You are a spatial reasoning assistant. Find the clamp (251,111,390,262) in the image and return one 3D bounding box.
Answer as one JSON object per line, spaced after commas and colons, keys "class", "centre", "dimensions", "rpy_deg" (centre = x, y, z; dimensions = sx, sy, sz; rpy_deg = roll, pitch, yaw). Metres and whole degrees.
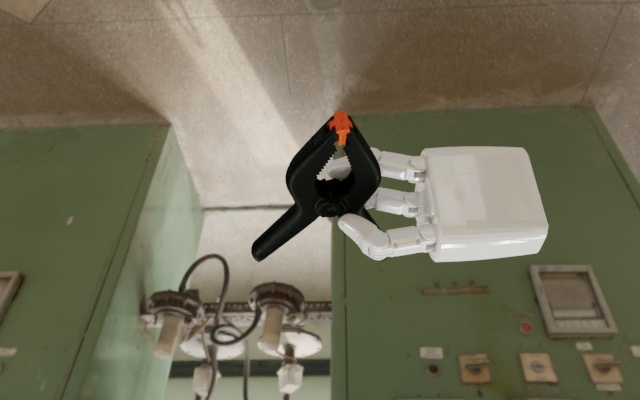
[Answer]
{"class": "clamp", "centre": [0.000, 0.002, 0.496], "dimensions": [0.164, 0.036, 0.210], "rpy_deg": [-5, -42, -2]}
